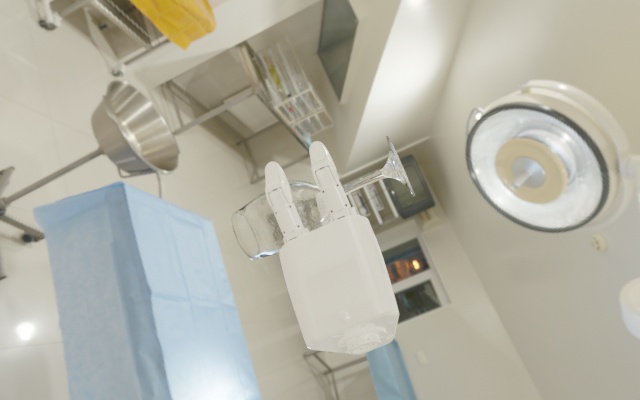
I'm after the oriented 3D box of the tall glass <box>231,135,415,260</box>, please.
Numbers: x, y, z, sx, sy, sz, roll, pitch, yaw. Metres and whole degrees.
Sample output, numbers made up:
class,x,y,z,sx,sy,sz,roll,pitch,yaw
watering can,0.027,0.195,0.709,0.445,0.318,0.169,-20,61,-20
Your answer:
class,x,y,z,sx,sy,sz,roll,pitch,yaw
tall glass,0.001,0.001,0.546,0.201,0.079,0.079,-24,-4,10
